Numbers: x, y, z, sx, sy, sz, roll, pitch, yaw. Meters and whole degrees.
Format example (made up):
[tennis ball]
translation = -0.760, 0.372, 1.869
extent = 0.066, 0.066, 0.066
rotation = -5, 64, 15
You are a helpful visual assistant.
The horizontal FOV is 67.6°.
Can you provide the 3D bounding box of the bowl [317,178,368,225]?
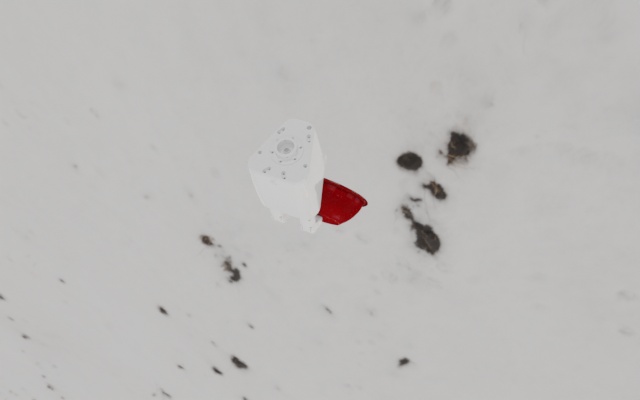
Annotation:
[bowl]
translation = 0.001, 0.004, 0.854
extent = 0.162, 0.055, 0.162
rotation = 20, -9, 3
